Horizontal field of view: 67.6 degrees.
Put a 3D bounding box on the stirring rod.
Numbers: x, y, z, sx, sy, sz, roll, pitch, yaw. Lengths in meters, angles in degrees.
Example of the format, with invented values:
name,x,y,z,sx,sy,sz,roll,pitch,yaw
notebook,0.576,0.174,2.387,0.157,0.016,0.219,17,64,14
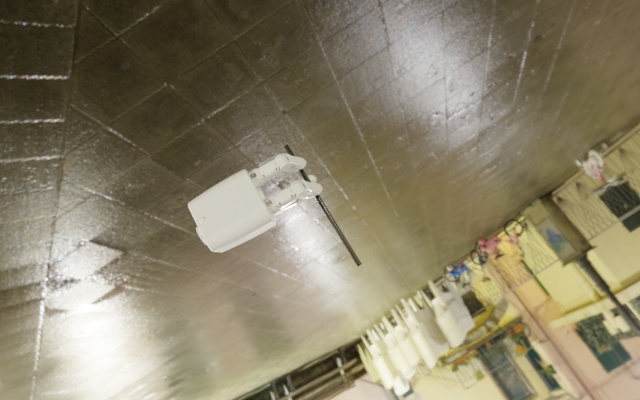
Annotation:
name,x,y,z,sx,sy,sz,roll,pitch,yaw
stirring rod,0.000,0.002,0.766,0.011,0.239,0.011,-27,-22,-12
